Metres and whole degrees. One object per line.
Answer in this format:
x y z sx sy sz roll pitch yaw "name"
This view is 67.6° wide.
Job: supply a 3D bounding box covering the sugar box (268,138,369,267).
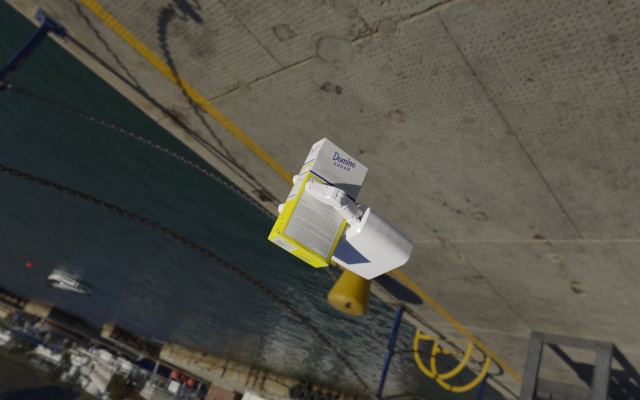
0.000 0.003 0.730 0.093 0.176 0.048 34 -27 -20 "sugar box"
